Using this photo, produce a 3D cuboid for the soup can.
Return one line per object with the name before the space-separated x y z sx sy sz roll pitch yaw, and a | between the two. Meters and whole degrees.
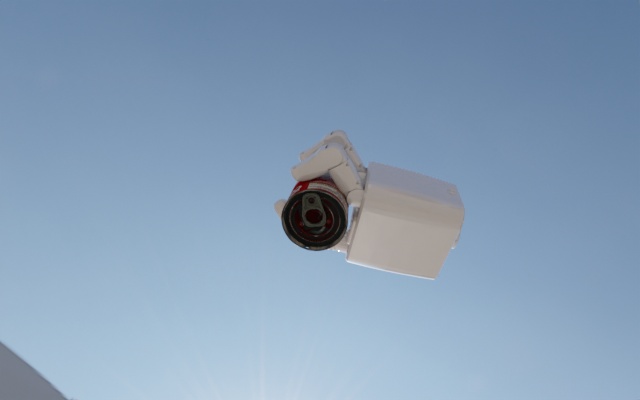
soup can | 0.000 0.002 0.525 0.068 0.068 0.102 0 22 8
